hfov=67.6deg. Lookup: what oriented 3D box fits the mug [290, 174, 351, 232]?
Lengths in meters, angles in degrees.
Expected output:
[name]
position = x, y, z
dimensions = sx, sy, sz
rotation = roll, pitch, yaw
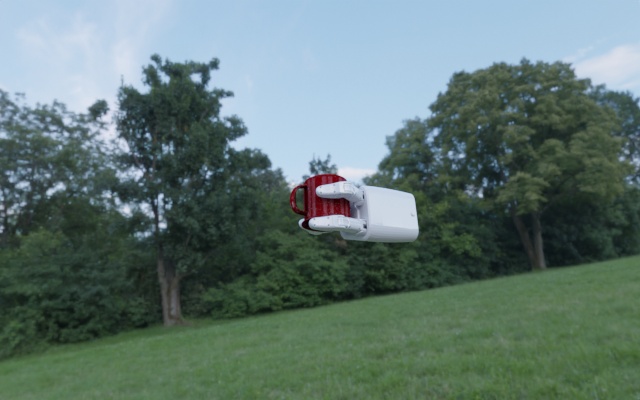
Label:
[mug]
position = -0.001, 0.002, 0.845
dimensions = 0.117, 0.081, 0.093
rotation = 7, -22, -25
